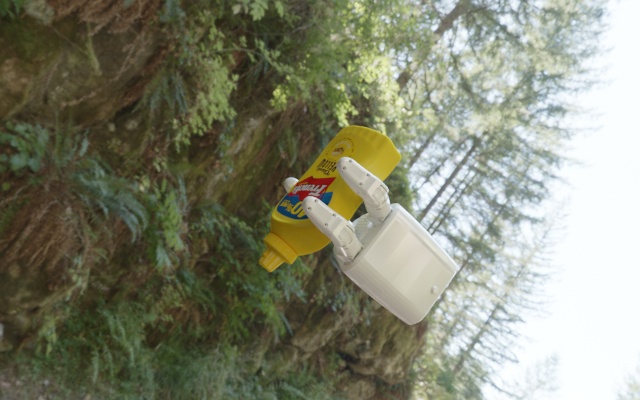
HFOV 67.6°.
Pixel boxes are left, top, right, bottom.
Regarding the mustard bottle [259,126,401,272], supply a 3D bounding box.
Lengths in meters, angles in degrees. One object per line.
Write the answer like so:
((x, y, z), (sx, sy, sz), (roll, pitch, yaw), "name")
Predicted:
((0.000, 0.001, 0.537), (0.096, 0.191, 0.058), (23, -22, 52), "mustard bottle")
